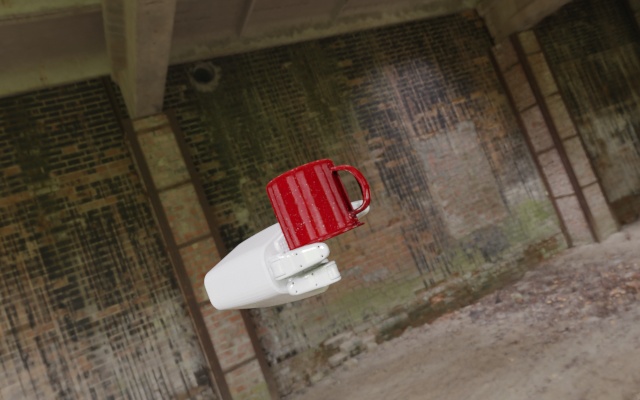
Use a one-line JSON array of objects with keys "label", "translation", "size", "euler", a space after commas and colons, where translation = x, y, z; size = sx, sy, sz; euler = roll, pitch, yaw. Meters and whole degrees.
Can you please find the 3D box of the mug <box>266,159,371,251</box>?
[{"label": "mug", "translation": [0.001, 0.001, 0.521], "size": [0.117, 0.081, 0.093], "euler": [-25, -5, 31]}]
